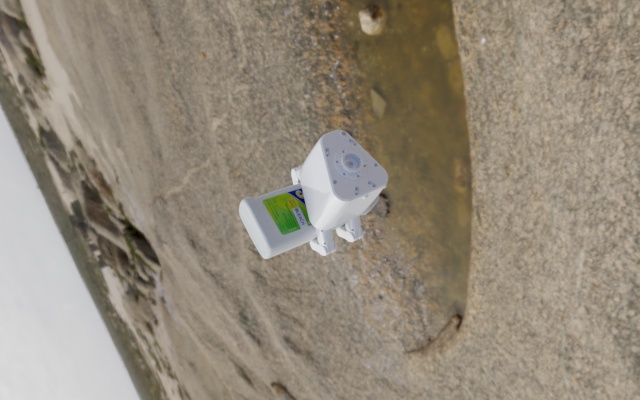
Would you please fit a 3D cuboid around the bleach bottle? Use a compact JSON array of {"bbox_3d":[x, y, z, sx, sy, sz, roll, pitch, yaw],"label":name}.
[{"bbox_3d":[0.000,0.003,0.791,0.251,0.102,0.068,-23,-15,-26],"label":"bleach bottle"}]
